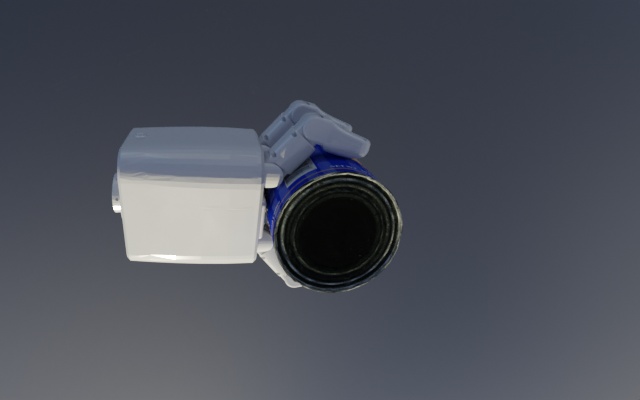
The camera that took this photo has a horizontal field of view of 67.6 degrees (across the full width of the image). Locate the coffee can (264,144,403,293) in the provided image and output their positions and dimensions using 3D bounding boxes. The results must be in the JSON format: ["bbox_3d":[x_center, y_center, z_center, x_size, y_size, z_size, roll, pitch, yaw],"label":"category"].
[{"bbox_3d":[0.000,0.001,0.428,0.103,0.103,0.140,0,21,-13],"label":"coffee can"}]
